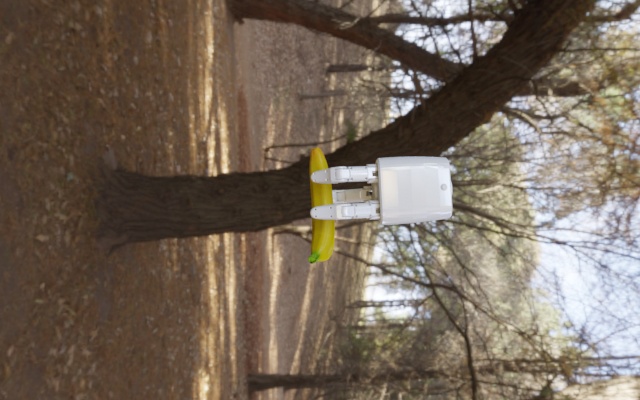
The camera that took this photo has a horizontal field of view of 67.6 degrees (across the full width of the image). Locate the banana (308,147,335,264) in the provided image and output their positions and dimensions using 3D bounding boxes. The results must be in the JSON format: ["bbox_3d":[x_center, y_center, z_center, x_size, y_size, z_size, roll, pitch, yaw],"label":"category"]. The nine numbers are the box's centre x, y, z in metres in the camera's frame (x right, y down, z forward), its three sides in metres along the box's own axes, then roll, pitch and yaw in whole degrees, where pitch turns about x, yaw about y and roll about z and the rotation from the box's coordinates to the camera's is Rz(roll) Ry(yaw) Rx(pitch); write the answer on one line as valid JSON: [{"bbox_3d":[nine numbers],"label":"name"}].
[{"bbox_3d":[0.002,0.014,0.746,0.037,0.197,0.070,-4,-28,5],"label":"banana"}]
